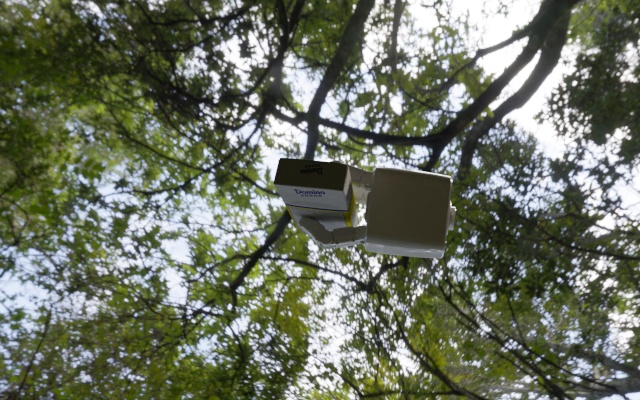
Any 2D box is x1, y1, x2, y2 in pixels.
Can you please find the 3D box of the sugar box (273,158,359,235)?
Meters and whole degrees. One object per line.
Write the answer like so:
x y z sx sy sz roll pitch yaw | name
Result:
0.000 0.002 0.671 0.093 0.048 0.176 6 -26 11 | sugar box
